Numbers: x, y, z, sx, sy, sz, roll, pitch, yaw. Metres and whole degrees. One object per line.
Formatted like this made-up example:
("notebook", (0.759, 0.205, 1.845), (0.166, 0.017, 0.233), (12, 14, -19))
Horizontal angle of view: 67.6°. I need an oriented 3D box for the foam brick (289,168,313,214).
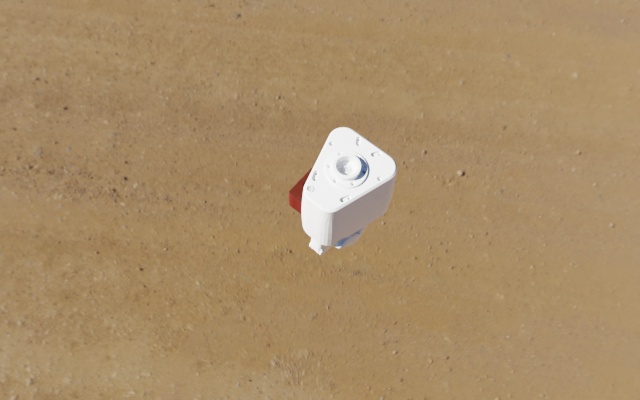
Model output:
("foam brick", (0.000, 0.002, 0.677), (0.078, 0.053, 0.051), (38, -19, 15))
